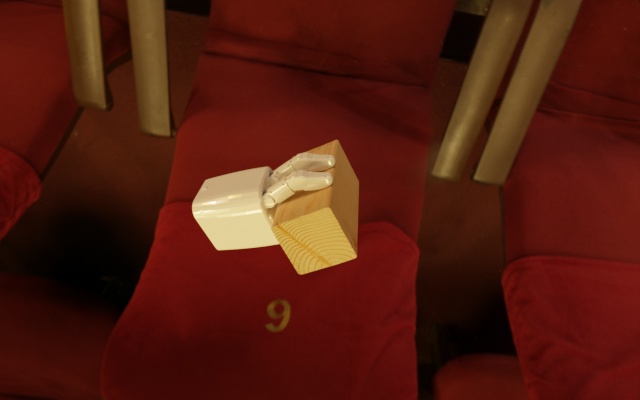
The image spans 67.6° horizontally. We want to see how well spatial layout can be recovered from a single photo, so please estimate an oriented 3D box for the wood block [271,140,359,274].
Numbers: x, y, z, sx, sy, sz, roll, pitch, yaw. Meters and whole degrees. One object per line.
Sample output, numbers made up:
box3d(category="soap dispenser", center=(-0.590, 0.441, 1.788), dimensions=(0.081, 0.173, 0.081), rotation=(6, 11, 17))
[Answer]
box3d(category="wood block", center=(0.000, 0.003, 0.720), dimensions=(0.090, 0.091, 0.206), rotation=(-20, 28, 17))
